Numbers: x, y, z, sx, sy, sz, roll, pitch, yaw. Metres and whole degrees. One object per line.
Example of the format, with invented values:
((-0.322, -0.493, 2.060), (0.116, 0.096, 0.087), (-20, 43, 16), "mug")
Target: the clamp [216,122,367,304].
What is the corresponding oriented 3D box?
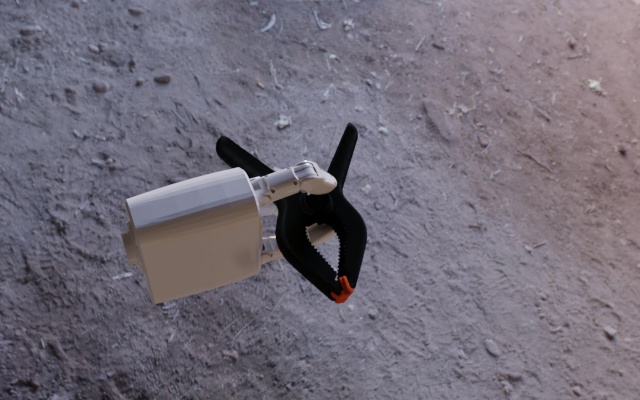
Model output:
((0.000, 0.002, 0.501), (0.164, 0.210, 0.036), (-17, -25, -22), "clamp")
